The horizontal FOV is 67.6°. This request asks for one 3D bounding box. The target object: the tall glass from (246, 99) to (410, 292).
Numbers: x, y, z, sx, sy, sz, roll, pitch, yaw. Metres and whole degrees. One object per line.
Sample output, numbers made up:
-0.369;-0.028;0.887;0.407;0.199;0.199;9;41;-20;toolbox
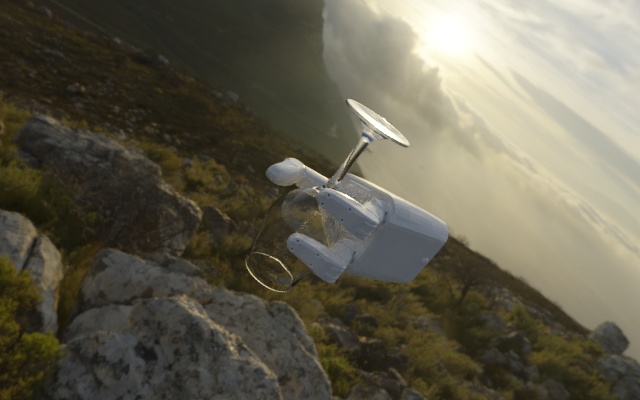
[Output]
0.000;0.001;0.487;0.079;0.201;0.079;32;20;-13;tall glass
